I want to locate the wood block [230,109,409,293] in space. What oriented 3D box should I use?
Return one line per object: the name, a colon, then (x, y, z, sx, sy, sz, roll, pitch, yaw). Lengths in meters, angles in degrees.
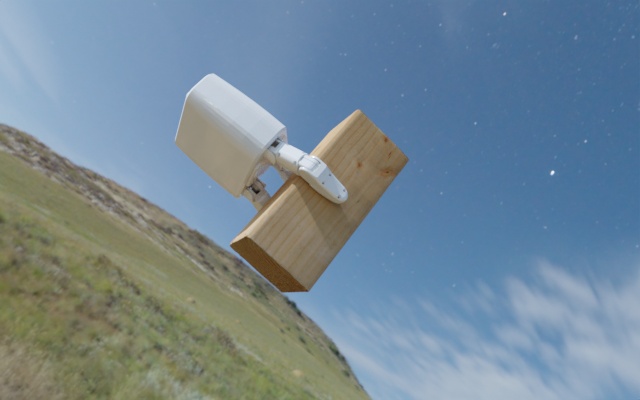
wood block: (0.000, 0.001, 0.568, 0.090, 0.206, 0.091, 44, -23, -9)
